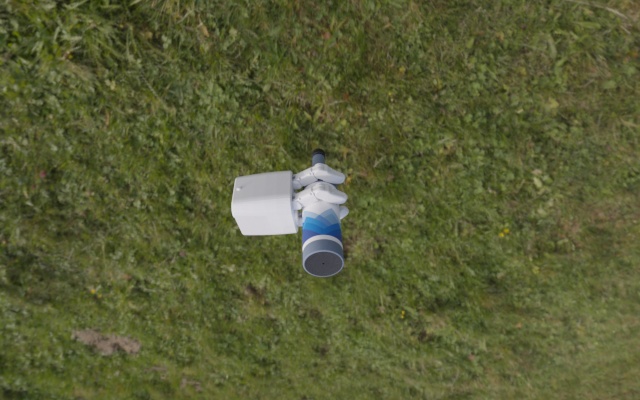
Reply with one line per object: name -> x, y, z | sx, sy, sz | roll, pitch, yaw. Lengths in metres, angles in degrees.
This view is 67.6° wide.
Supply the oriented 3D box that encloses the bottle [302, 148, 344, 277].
bottle -> 0.000, 0.003, 0.876 | 0.069, 0.069, 0.295 | 0, 43, -2
